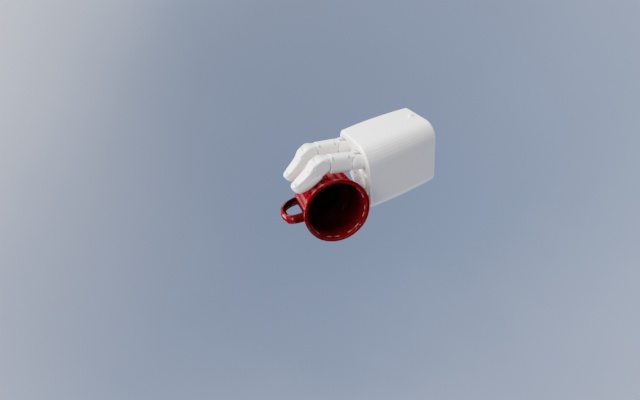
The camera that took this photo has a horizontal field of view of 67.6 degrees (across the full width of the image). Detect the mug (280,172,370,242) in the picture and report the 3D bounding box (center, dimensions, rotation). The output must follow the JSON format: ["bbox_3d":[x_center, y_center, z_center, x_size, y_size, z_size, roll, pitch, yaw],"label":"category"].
[{"bbox_3d":[-0.001,0.003,0.670,0.117,0.093,0.081,-21,30,-8],"label":"mug"}]
